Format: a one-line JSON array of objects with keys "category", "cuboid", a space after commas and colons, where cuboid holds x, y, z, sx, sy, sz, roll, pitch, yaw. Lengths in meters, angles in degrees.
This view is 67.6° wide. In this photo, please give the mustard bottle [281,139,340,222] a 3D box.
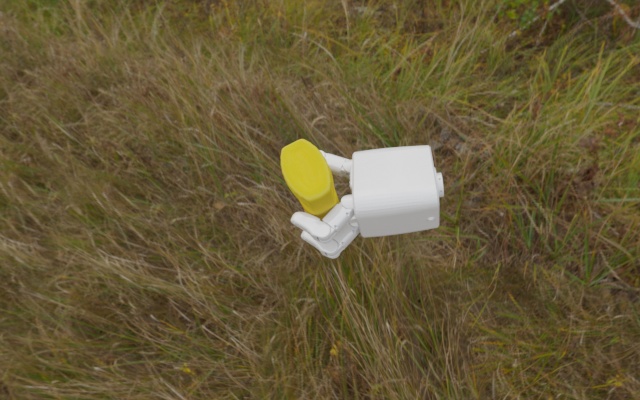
[{"category": "mustard bottle", "cuboid": [0.000, 0.002, 0.676, 0.058, 0.096, 0.192, -28, -30, -2]}]
